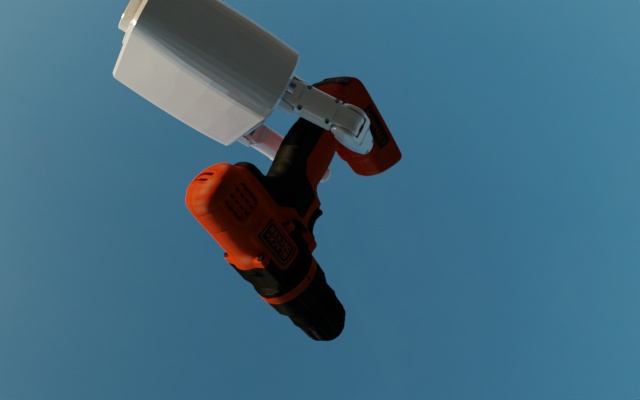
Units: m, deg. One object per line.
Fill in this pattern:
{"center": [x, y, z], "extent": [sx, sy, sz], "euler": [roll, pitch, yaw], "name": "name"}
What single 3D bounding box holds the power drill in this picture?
{"center": [0.000, 0.001, 0.404], "extent": [0.057, 0.187, 0.184], "euler": [0, -45, 43], "name": "power drill"}
